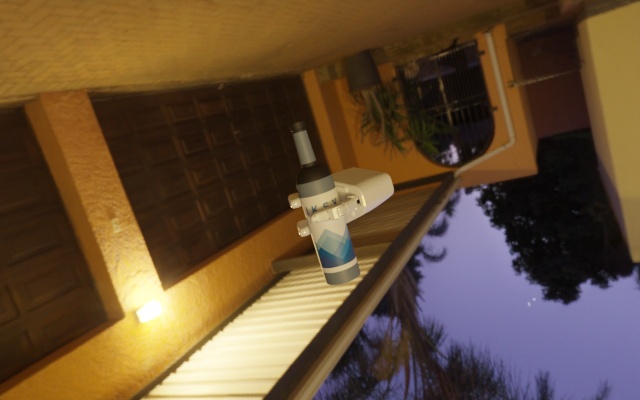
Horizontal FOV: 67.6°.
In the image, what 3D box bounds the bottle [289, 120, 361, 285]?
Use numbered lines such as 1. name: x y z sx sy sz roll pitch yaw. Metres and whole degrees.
1. bottle: 0.000 0.003 0.854 0.069 0.296 0.069 -16 10 3
